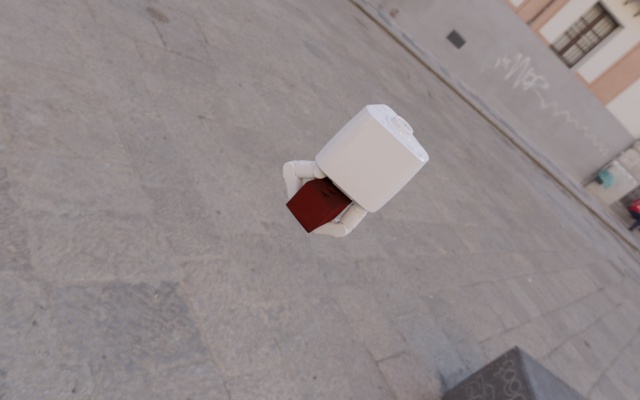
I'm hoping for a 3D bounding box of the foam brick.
[{"bbox_3d":[0.000,0.002,0.665,0.051,0.053,0.078,-45,-10,27],"label":"foam brick"}]
